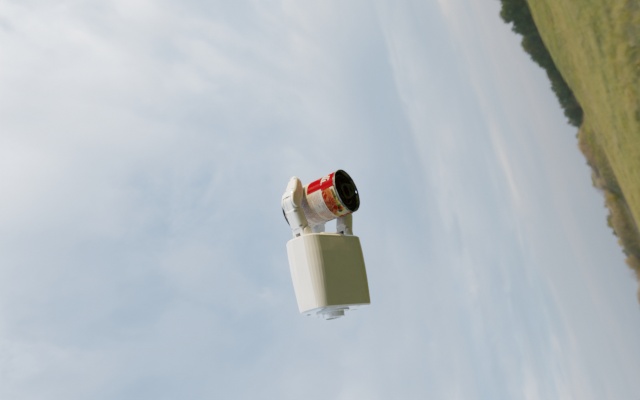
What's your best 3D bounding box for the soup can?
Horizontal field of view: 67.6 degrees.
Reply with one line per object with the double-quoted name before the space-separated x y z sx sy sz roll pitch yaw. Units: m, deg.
"soup can" 0.000 0.002 0.733 0.102 0.068 0.068 -23 -12 30
